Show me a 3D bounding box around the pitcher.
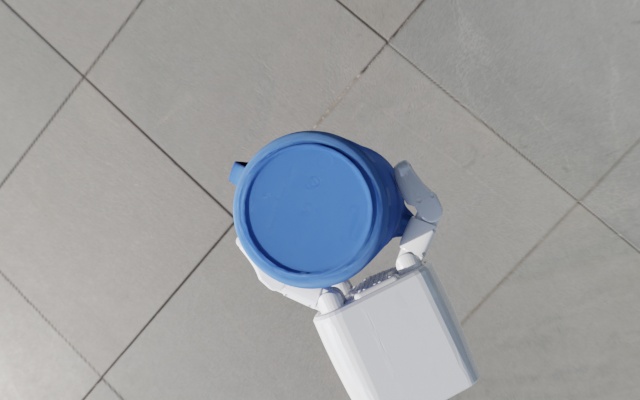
[{"bbox_3d":[0.000,0.002,0.434,0.149,0.145,0.243,-25,-3,9],"label":"pitcher"}]
